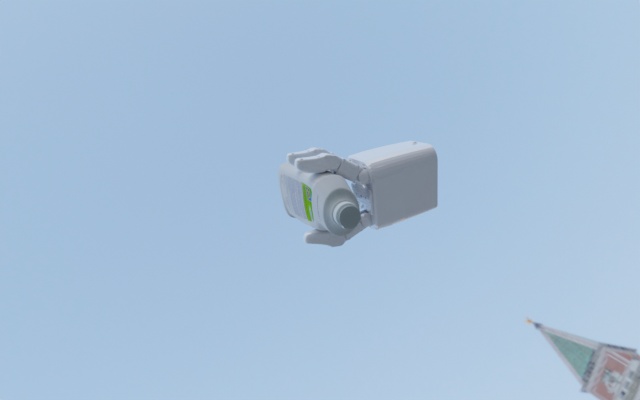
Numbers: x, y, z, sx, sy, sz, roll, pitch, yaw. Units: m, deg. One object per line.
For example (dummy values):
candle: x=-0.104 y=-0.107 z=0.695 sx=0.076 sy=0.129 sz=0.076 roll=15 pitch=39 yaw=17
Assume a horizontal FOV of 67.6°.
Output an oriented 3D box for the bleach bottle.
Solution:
bleach bottle: x=0.000 y=0.002 z=0.685 sx=0.068 sy=0.102 sz=0.250 roll=-17 pitch=16 yaw=-13
